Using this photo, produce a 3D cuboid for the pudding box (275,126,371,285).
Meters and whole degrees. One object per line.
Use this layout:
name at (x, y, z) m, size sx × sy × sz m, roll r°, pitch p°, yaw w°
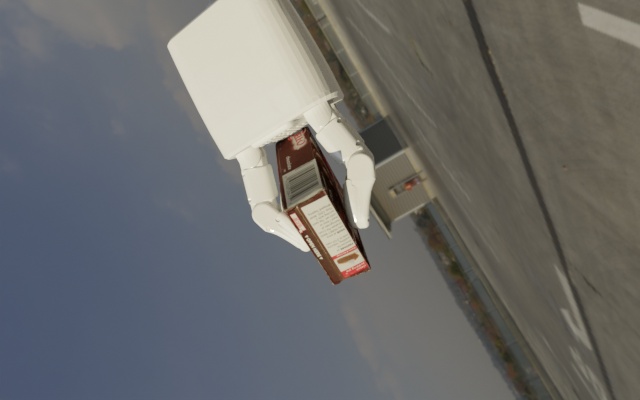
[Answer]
pudding box at (0.000, 0.001, 0.407) m, size 0.039 × 0.090 × 0.113 m, roll -26°, pitch 33°, yaw 10°
